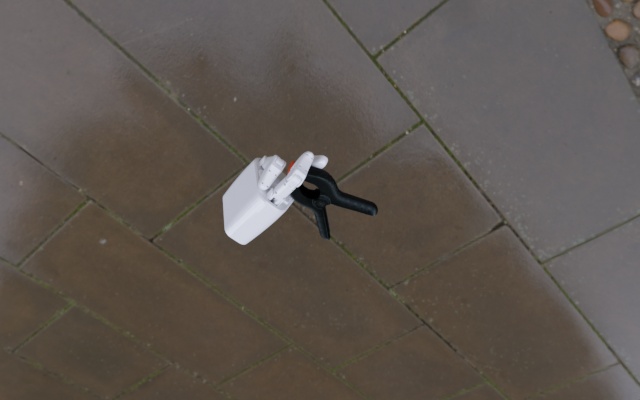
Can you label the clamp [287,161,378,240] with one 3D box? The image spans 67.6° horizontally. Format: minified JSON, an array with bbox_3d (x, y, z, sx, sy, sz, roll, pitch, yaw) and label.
[{"bbox_3d":[0.000,0.003,0.816,0.171,0.120,0.039,36,30,-21],"label":"clamp"}]
